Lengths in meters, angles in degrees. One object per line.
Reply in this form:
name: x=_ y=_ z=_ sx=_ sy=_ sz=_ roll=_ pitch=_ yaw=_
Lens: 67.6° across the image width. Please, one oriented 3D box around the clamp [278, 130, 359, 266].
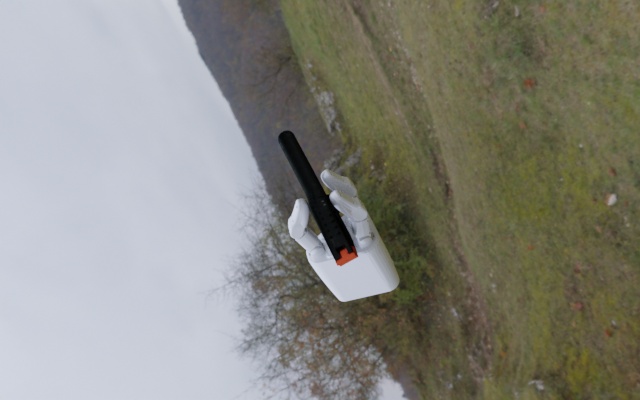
clamp: x=0.000 y=0.003 z=0.662 sx=0.036 sy=0.165 sz=0.209 roll=-30 pitch=37 yaw=6
